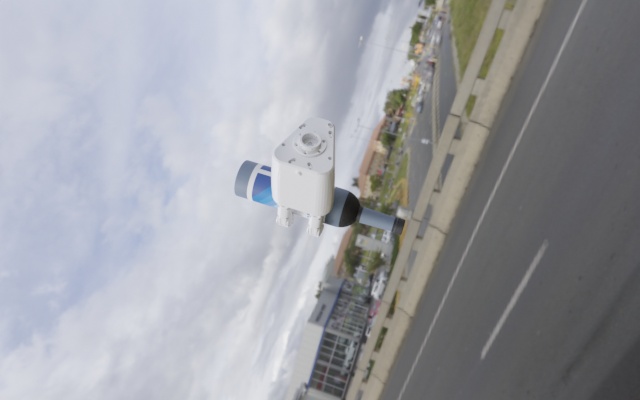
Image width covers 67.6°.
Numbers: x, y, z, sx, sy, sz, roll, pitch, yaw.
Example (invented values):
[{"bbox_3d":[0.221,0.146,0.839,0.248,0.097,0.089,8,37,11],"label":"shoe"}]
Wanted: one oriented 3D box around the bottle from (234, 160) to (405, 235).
[{"bbox_3d":[0.000,0.003,0.824,0.295,0.069,0.069,17,2,8],"label":"bottle"}]
